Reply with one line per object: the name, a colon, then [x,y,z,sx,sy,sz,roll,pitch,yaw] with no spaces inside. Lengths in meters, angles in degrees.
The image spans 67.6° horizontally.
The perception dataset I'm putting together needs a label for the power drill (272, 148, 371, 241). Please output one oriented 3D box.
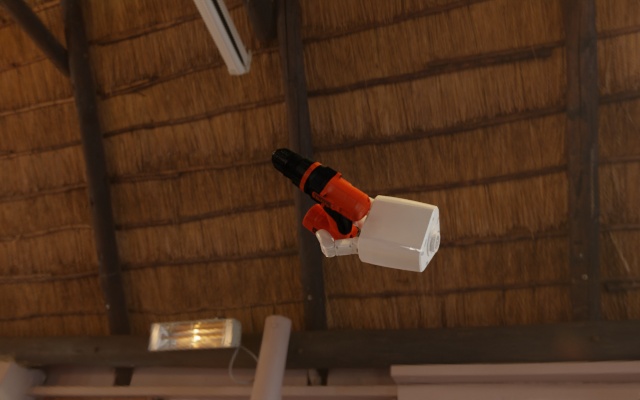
power drill: [0.000,0.003,0.818,0.184,0.057,0.188,35,-19,19]
